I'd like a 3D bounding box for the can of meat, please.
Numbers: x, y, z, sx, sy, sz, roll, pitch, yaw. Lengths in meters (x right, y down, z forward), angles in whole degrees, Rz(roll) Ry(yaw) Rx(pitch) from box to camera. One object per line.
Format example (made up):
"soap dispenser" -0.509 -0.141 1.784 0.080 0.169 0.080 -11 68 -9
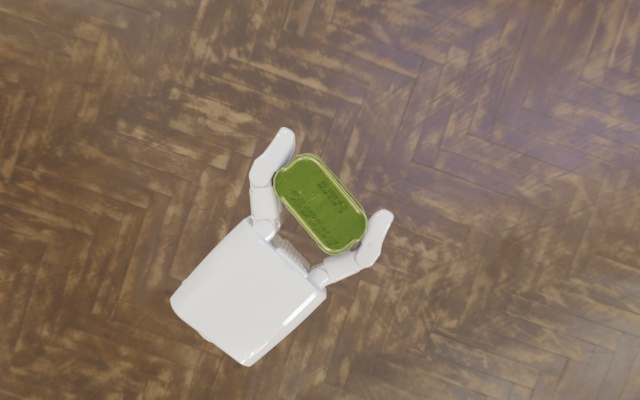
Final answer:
"can of meat" 0.000 0.002 0.468 0.057 0.102 0.084 -40 2 3
